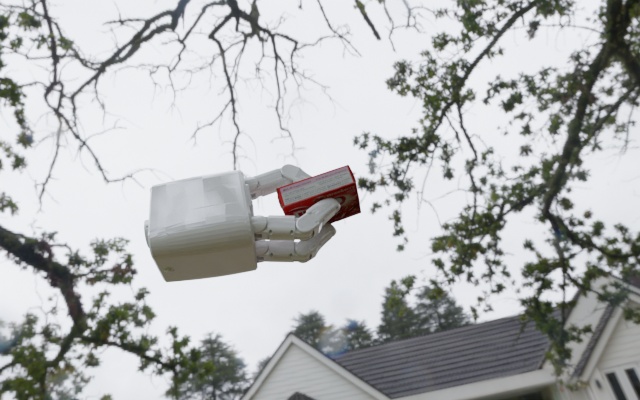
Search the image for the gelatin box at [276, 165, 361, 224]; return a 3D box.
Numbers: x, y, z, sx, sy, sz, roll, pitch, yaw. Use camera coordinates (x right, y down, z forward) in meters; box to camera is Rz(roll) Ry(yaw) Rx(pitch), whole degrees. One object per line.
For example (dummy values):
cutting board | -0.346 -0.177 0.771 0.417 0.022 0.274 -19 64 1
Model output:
gelatin box | 0.000 0.001 0.558 0.089 0.030 0.073 -19 -31 -1
